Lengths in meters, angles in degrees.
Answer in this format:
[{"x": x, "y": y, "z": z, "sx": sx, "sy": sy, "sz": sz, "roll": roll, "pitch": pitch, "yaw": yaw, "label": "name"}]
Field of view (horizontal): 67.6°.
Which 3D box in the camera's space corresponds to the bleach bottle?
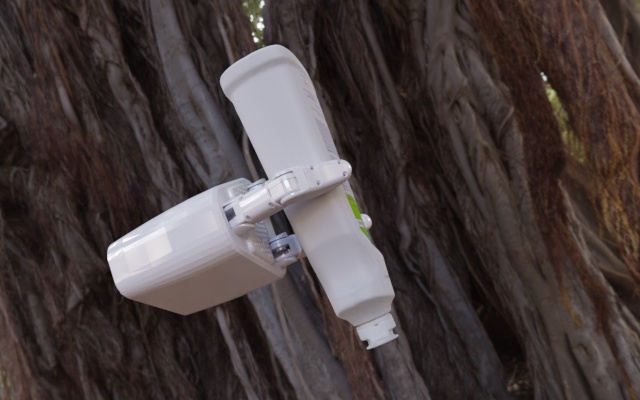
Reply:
[{"x": 0.000, "y": 0.001, "z": 0.405, "sx": 0.068, "sy": 0.250, "sz": 0.102, "roll": -26, "pitch": -13, "yaw": 12, "label": "bleach bottle"}]
